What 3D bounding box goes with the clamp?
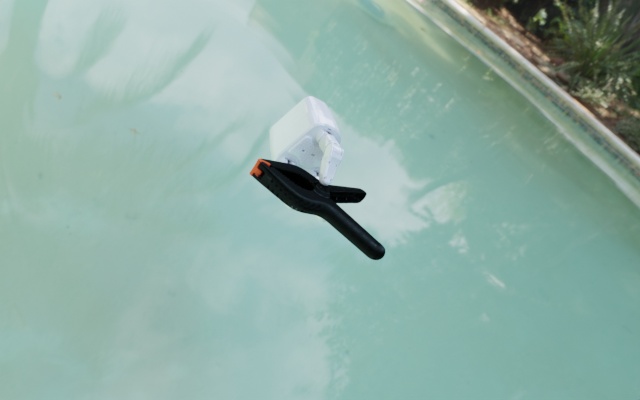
[{"bbox_3d":[0.000,0.001,0.676,0.210,0.036,0.164,23,26,-27],"label":"clamp"}]
